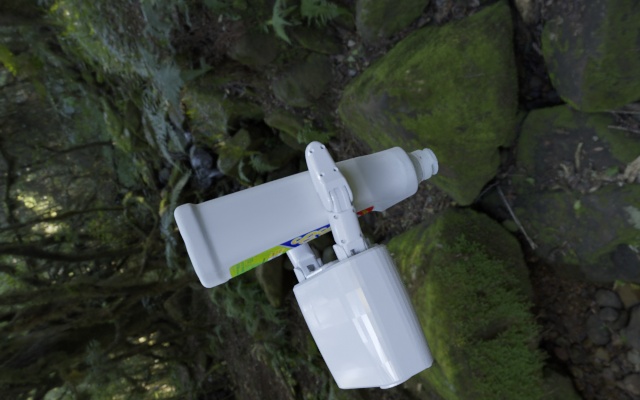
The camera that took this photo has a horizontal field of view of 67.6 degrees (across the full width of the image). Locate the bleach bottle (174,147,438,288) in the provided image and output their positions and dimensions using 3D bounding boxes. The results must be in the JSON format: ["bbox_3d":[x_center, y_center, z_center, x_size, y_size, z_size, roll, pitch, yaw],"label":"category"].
[{"bbox_3d":[0.000,0.001,0.445,0.251,0.068,0.102,-21,-12,-15],"label":"bleach bottle"}]
